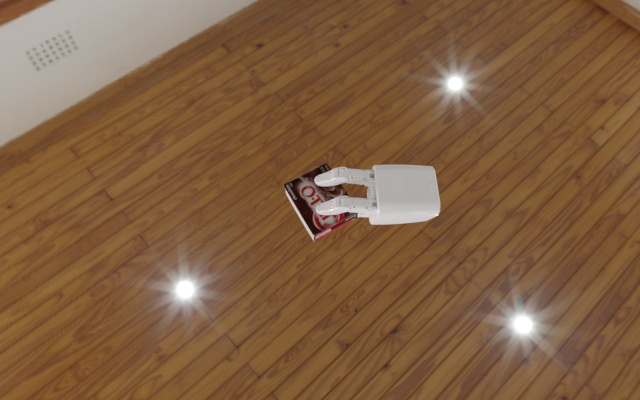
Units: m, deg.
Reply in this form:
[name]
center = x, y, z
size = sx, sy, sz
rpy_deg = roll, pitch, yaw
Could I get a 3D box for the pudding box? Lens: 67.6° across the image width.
[pudding box]
center = 0.000, 0.003, 0.835
size = 0.090, 0.113, 0.039
rpy_deg = -28, -23, -12
